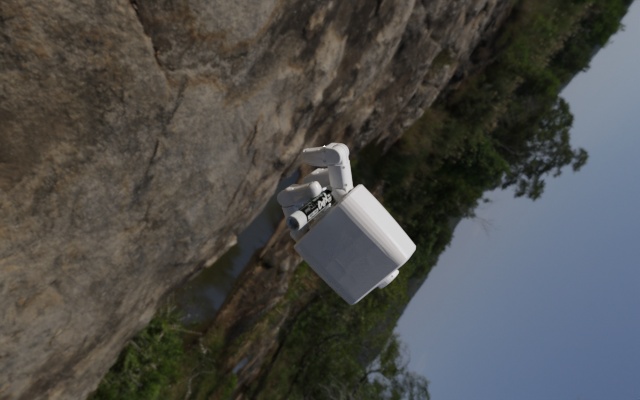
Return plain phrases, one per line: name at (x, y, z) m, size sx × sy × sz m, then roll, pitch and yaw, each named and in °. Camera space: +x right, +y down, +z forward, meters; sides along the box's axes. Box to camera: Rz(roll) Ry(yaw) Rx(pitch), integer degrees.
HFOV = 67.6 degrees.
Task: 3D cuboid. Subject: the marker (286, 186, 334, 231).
marker at (0.000, 0.002, 0.572) m, size 0.020 × 0.020 × 0.121 m, roll 0°, pitch 23°, yaw 33°
